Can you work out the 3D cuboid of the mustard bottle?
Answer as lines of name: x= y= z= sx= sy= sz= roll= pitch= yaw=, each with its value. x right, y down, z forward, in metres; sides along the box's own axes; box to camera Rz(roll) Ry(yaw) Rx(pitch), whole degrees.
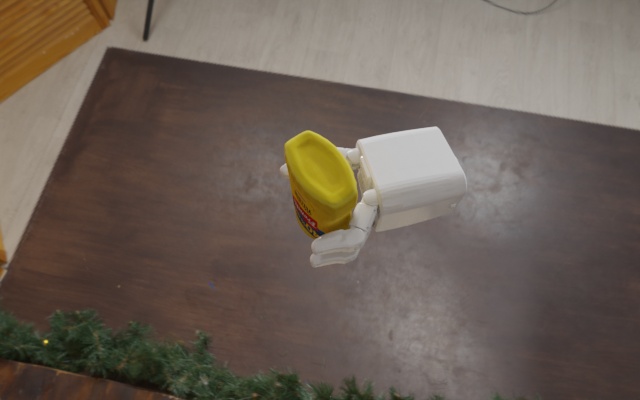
mustard bottle: x=0.000 y=0.002 z=0.574 sx=0.058 sy=0.096 sz=0.192 roll=-34 pitch=-19 yaw=-13
